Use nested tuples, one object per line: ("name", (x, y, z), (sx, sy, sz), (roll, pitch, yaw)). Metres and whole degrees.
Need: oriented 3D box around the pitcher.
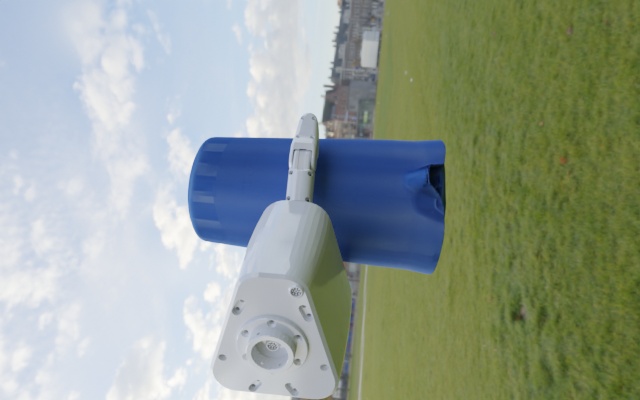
("pitcher", (0.000, 0.002, 0.492), (0.243, 0.149, 0.145), (5, 28, 4))
